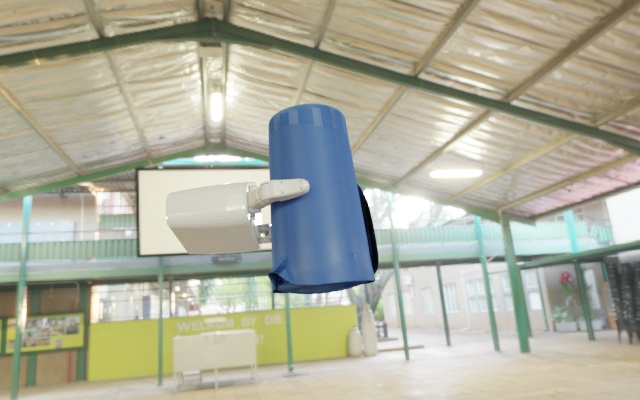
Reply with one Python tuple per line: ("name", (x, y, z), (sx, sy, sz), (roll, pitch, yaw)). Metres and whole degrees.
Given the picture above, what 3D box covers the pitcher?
("pitcher", (0.000, 0.002, 0.645), (0.145, 0.242, 0.149), (-6, -13, 2))
